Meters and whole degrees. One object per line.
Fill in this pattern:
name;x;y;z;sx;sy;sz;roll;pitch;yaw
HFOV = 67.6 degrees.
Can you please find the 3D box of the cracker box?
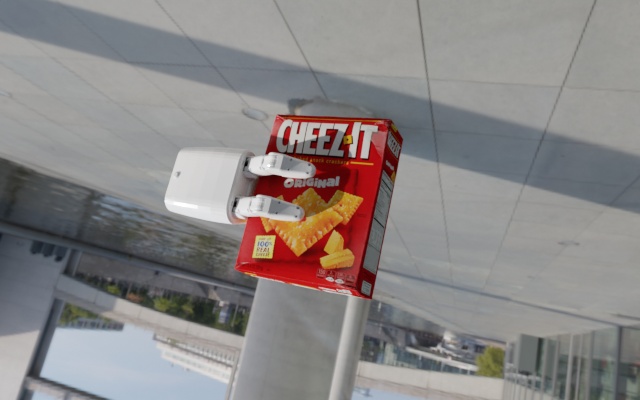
cracker box;0.000;0.002;0.601;0.164;0.213;0.072;7;-14;24
